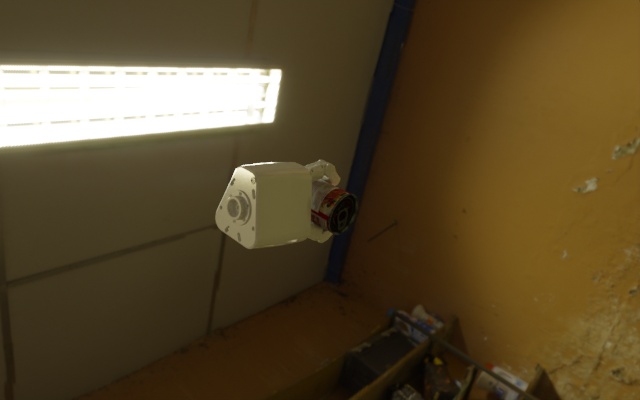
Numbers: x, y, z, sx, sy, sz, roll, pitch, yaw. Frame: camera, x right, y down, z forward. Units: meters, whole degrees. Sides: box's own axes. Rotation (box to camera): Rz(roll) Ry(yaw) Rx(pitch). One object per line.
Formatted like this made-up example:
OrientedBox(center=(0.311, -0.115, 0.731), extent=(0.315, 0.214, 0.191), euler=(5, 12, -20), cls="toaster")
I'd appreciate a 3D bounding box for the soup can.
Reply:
OrientedBox(center=(0.000, 0.002, 0.752), extent=(0.102, 0.068, 0.068), euler=(28, 17, 35), cls="soup can")
